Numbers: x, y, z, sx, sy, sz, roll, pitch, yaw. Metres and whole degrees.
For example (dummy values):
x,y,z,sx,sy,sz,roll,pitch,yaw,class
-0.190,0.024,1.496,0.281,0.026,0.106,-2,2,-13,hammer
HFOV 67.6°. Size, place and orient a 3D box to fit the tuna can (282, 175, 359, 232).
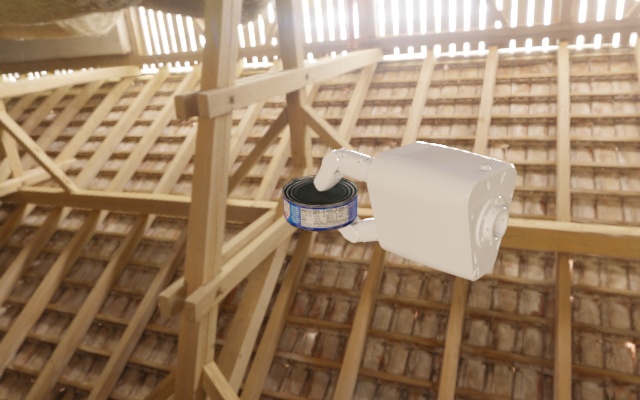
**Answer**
x,y,z,sx,sy,sz,roll,pitch,yaw,class
0.000,0.002,0.543,0.086,0.034,0.086,-1,25,1,tuna can
